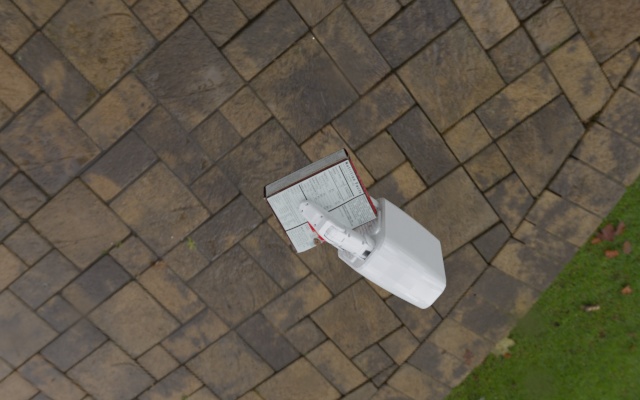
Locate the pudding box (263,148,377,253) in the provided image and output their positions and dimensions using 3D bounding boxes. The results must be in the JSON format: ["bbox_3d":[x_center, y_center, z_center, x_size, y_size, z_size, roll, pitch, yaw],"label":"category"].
[{"bbox_3d":[0.000,0.002,0.575,0.113,0.090,0.039,-26,24,4],"label":"pudding box"}]
